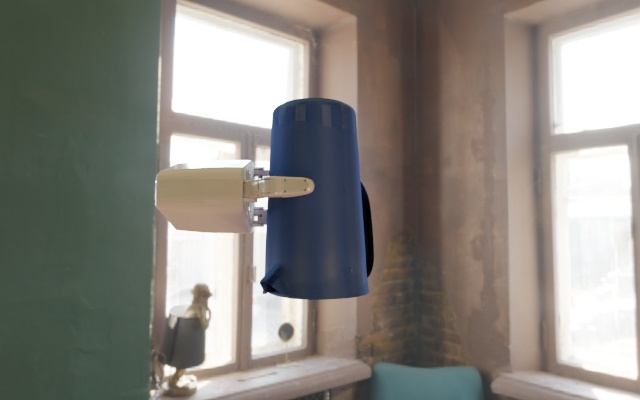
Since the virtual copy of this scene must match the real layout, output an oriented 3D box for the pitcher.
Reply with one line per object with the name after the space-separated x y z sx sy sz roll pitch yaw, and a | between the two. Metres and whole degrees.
0.000 0.002 0.612 0.145 0.243 0.149 0 -4 2 | pitcher
